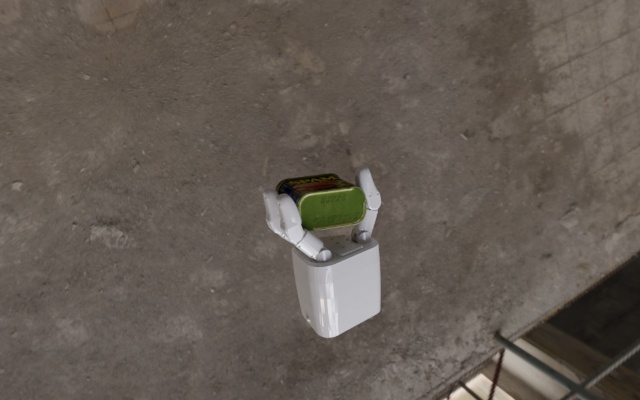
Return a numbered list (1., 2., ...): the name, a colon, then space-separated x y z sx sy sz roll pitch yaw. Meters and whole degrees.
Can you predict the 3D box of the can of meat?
1. can of meat: 0.000 0.002 0.635 0.102 0.057 0.084 -8 16 -21
